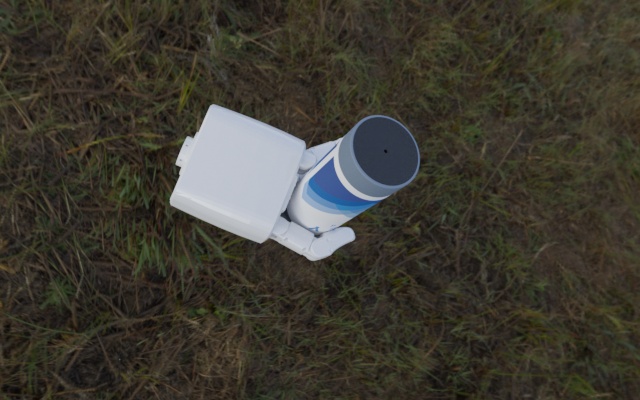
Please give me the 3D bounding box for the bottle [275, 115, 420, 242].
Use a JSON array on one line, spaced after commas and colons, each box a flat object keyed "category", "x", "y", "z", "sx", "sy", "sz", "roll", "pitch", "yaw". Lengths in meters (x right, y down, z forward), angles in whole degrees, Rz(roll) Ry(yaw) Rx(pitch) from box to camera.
[{"category": "bottle", "x": 0.000, "y": 0.002, "z": 0.527, "sx": 0.069, "sy": 0.069, "sz": 0.296, "roll": 0, "pitch": -17, "yaw": -23}]
